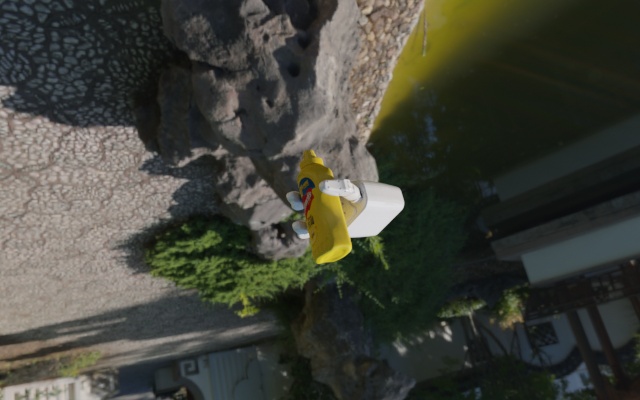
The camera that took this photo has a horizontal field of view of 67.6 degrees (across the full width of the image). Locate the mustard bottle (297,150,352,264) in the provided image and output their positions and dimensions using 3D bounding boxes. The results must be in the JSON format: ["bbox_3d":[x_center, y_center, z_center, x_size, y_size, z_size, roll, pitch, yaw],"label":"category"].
[{"bbox_3d":[0.000,0.003,0.800,0.058,0.191,0.096,-6,-20,-18],"label":"mustard bottle"}]
